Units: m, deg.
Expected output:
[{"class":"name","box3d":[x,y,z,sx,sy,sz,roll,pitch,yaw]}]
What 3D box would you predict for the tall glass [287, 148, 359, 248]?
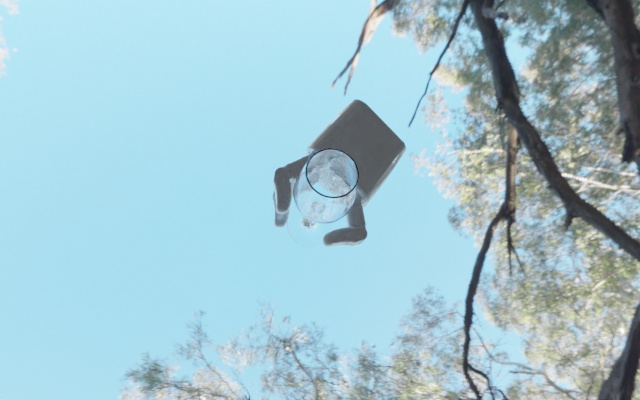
[{"class":"tall glass","box3d":[0.000,0.002,0.630,0.079,0.079,0.201,0,-19,-8]}]
